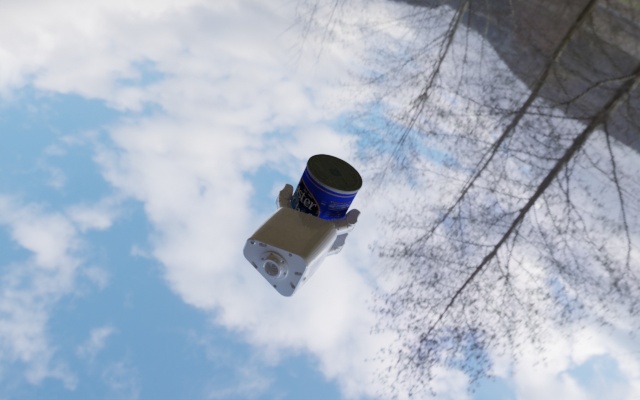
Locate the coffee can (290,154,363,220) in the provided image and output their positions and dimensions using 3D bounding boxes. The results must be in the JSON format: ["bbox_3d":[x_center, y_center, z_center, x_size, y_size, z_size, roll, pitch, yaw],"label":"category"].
[{"bbox_3d":[0.000,0.003,0.852,0.103,0.140,0.102,18,35,-13],"label":"coffee can"}]
